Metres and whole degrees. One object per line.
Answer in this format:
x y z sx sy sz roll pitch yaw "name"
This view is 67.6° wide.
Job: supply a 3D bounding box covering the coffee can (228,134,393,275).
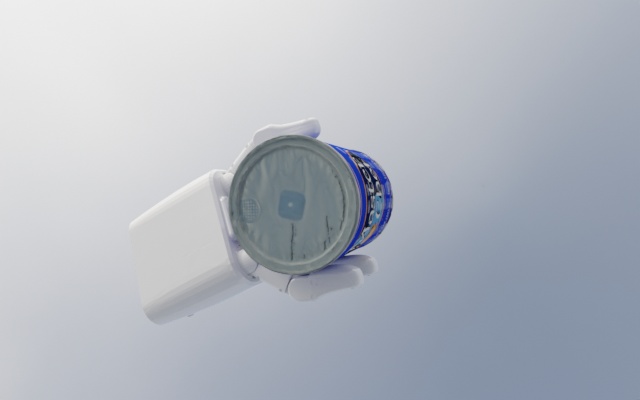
0.000 0.001 0.411 0.103 0.103 0.140 0 2 19 "coffee can"
